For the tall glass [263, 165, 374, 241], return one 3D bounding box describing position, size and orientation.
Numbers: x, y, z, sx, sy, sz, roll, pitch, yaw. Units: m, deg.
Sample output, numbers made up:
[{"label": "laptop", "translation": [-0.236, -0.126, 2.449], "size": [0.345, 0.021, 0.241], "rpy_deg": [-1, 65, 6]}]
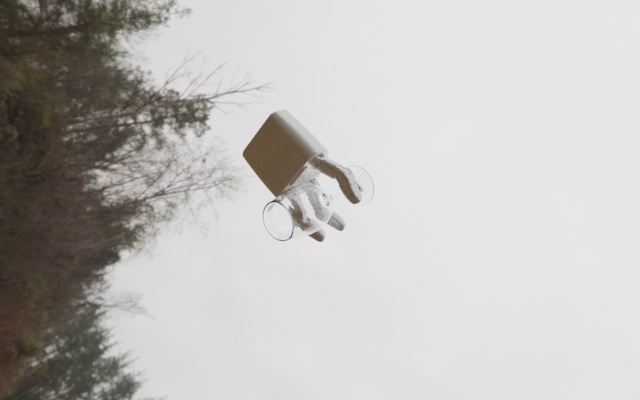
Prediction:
[{"label": "tall glass", "translation": [0.001, 0.002, 0.760], "size": [0.079, 0.079, 0.201], "rpy_deg": [0, 17, 40]}]
